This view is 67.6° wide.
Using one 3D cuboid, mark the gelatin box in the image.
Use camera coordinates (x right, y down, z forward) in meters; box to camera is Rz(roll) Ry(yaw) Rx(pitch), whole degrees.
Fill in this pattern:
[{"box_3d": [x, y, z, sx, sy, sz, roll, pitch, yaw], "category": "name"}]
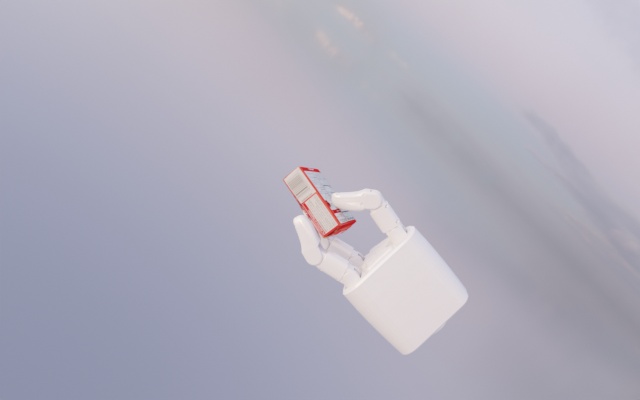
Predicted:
[{"box_3d": [0.000, 0.001, 0.587, 0.030, 0.089, 0.073, -38, -9, 15], "category": "gelatin box"}]
